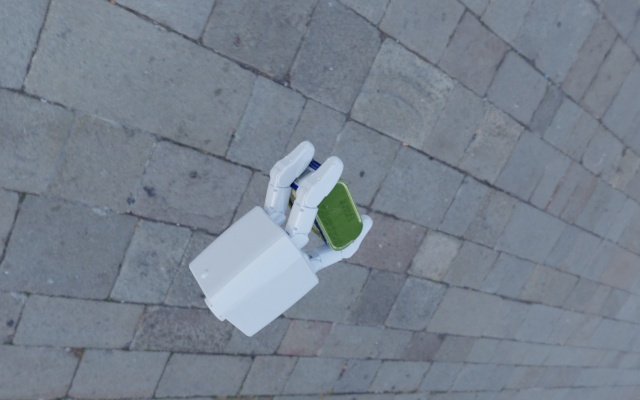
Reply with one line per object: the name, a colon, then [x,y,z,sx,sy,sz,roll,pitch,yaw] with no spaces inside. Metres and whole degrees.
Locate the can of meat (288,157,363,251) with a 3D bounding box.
can of meat: [0.000,0.002,0.576,0.057,0.102,0.084,-36,39,-12]
